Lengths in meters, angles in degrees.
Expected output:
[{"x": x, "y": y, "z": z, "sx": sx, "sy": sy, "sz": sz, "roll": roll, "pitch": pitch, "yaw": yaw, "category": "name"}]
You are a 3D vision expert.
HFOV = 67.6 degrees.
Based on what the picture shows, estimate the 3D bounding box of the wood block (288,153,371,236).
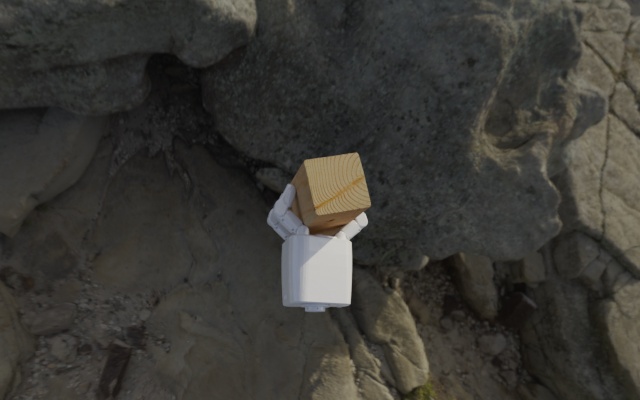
[{"x": 0.001, "y": 0.003, "z": 0.806, "sx": 0.091, "sy": 0.090, "sz": 0.206, "roll": -9, "pitch": -13, "yaw": -18, "category": "wood block"}]
